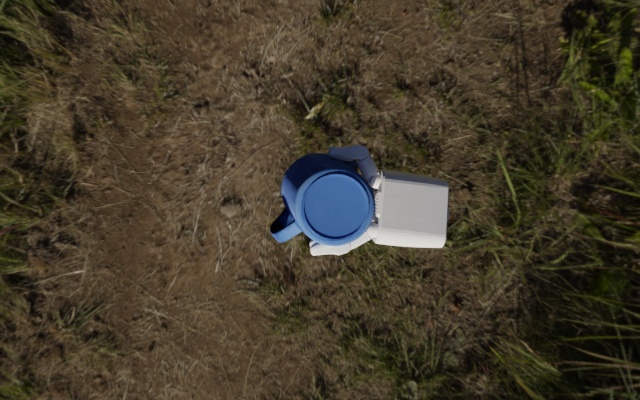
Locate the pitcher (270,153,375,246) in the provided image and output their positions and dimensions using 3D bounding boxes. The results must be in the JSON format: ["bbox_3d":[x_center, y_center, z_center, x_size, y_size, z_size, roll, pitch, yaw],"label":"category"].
[{"bbox_3d":[0.000,0.002,0.739,0.145,0.149,0.243,6,6,-6],"label":"pitcher"}]
